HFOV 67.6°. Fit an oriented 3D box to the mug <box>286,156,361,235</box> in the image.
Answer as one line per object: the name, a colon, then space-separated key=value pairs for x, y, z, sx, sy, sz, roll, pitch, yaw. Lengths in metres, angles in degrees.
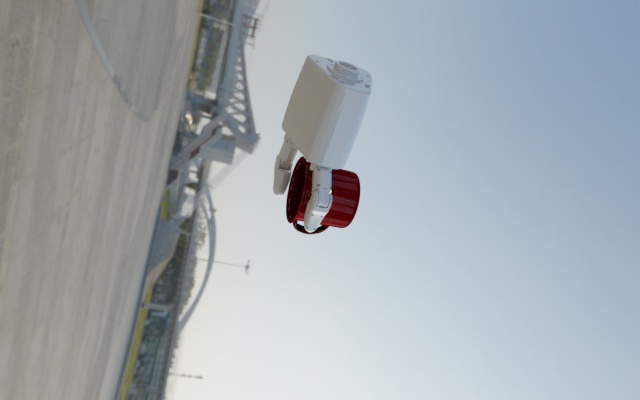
mug: x=0.000 y=0.003 z=0.664 sx=0.081 sy=0.117 sz=0.093 roll=11 pitch=33 yaw=-16
